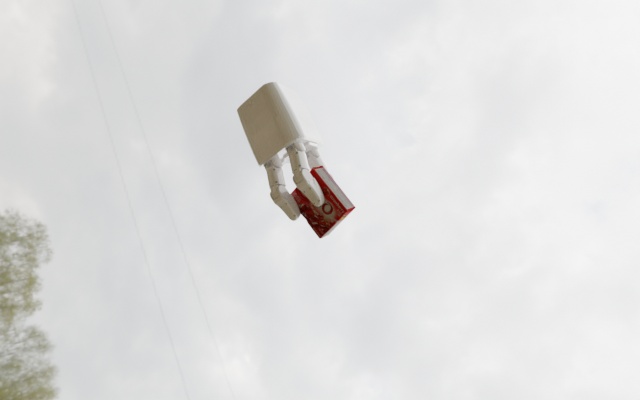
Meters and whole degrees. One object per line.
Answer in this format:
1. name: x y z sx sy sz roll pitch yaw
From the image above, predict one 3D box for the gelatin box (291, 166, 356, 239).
1. gelatin box: 0.001 0.003 0.742 0.073 0.089 0.030 -47 -16 33
